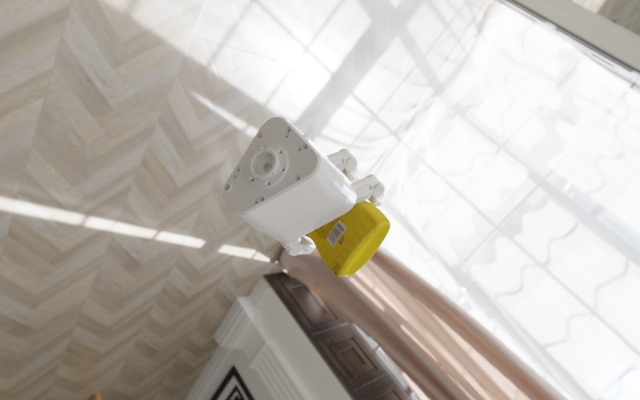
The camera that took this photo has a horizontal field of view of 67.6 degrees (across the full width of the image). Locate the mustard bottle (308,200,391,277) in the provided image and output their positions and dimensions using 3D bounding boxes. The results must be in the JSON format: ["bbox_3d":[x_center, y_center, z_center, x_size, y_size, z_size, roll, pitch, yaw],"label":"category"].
[{"bbox_3d":[0.000,0.002,0.632,0.058,0.096,0.191,0,40,-50],"label":"mustard bottle"}]
